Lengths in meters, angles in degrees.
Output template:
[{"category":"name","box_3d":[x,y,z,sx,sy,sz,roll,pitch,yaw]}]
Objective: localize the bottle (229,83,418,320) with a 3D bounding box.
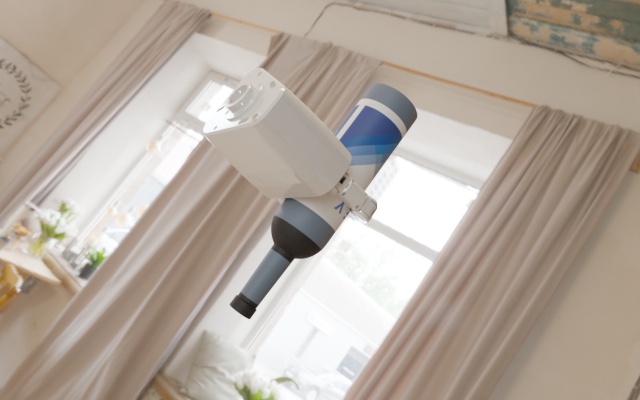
[{"category":"bottle","box_3d":[0.000,0.002,0.532,0.069,0.295,0.069,35,-11,8]}]
